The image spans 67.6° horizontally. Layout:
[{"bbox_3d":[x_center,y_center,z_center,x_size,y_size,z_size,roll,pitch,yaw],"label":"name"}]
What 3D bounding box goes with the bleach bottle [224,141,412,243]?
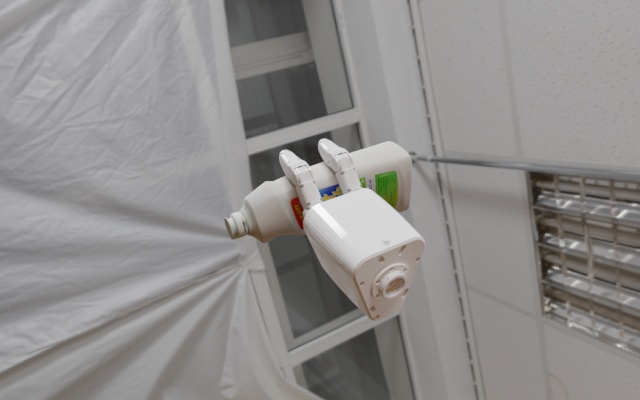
[{"bbox_3d":[0.000,0.002,0.623,0.251,0.103,0.068,-19,38,-22],"label":"bleach bottle"}]
